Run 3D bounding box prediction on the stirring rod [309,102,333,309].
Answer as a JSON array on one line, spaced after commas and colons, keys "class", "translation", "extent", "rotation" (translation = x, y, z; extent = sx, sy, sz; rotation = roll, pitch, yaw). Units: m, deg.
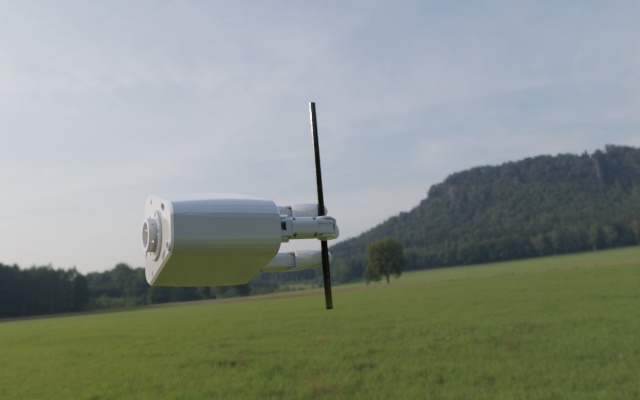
[{"class": "stirring rod", "translation": [0.000, 0.002, 0.547], "extent": [0.011, 0.239, 0.011], "rotation": [-5, -11, -1]}]
